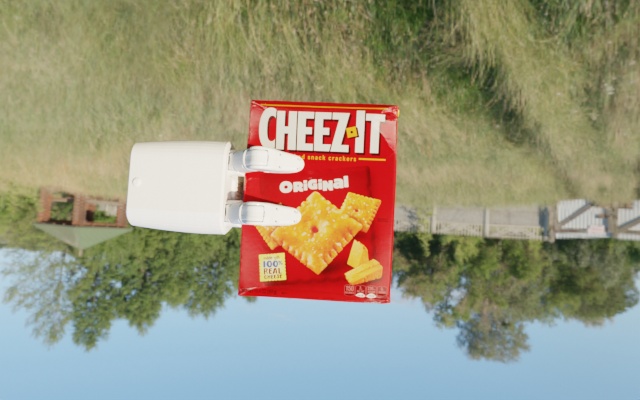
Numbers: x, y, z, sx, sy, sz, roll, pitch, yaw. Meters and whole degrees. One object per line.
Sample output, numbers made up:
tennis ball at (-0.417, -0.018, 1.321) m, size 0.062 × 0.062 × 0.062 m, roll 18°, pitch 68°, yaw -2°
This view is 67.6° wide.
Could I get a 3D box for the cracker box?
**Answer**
cracker box at (0.000, 0.002, 0.531) m, size 0.164 × 0.213 × 0.072 m, roll 3°, pitch -3°, yaw 4°
